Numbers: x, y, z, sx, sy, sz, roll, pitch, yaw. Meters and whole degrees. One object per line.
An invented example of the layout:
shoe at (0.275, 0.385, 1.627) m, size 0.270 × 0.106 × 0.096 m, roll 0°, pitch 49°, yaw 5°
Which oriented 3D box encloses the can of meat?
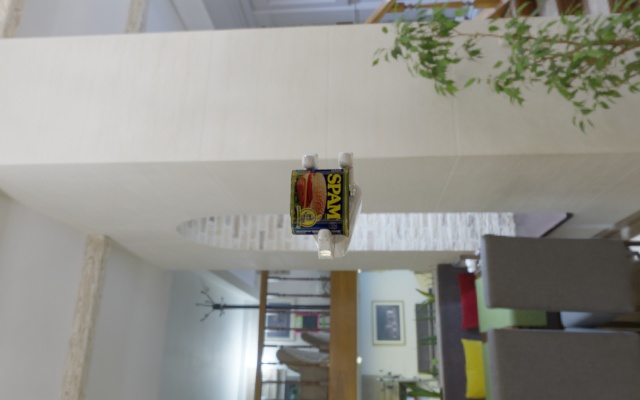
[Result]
can of meat at (0.000, 0.002, 0.708) m, size 0.084 × 0.102 × 0.057 m, roll 0°, pitch -17°, yaw 6°
